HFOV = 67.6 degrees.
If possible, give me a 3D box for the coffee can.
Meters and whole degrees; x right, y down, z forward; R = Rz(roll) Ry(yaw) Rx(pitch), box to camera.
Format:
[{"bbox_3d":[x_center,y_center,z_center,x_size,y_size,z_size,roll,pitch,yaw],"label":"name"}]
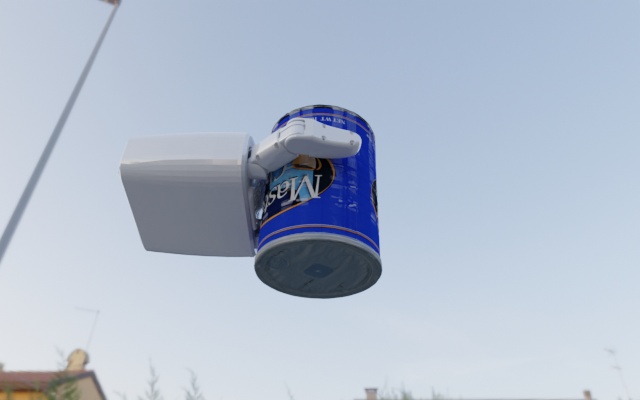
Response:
[{"bbox_3d":[0.000,0.001,0.422,0.103,0.140,0.103,1,-36,1],"label":"coffee can"}]
